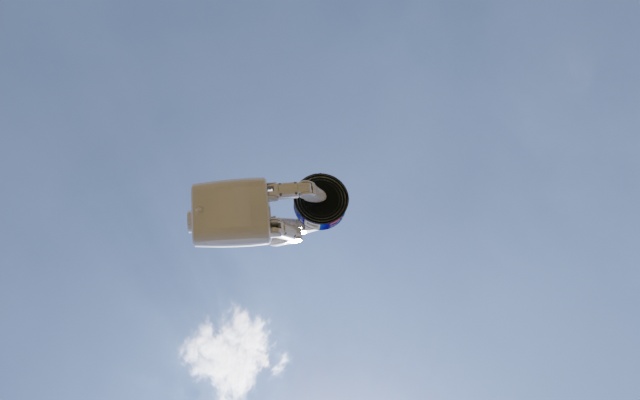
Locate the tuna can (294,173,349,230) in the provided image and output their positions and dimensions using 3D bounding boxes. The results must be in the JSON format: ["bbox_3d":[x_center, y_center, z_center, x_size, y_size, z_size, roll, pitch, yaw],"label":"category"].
[{"bbox_3d":[0.000,0.003,0.750,0.086,0.086,0.034,0,-23,-5],"label":"tuna can"}]
